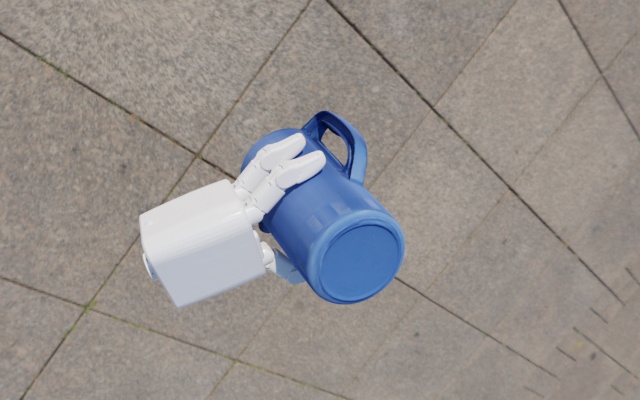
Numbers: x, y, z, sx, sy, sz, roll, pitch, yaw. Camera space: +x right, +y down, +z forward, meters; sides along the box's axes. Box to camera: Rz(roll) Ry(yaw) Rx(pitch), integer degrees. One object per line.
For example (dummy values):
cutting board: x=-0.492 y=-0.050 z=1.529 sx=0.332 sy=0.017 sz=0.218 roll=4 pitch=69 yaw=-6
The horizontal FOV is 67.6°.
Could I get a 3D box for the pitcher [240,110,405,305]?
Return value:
pitcher: x=0.000 y=0.002 z=0.560 sx=0.145 sy=0.149 sz=0.242 roll=-22 pitch=31 yaw=-13
